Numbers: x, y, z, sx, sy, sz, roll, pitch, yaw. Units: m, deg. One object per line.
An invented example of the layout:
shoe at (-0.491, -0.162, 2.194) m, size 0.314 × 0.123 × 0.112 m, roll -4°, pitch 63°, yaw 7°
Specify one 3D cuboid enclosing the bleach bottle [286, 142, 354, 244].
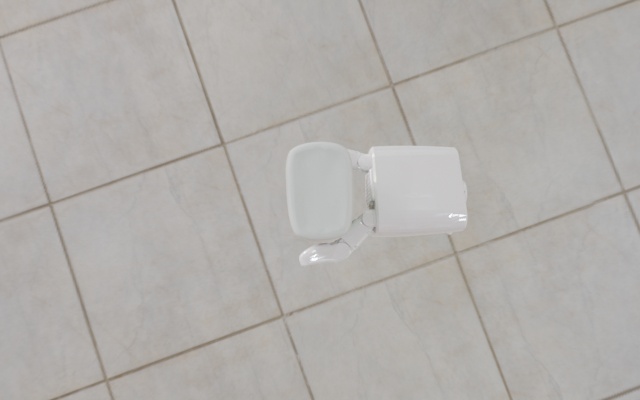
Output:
bleach bottle at (0.000, 0.002, 0.594) m, size 0.068 × 0.102 × 0.251 m, roll -2°, pitch -5°, yaw 0°
